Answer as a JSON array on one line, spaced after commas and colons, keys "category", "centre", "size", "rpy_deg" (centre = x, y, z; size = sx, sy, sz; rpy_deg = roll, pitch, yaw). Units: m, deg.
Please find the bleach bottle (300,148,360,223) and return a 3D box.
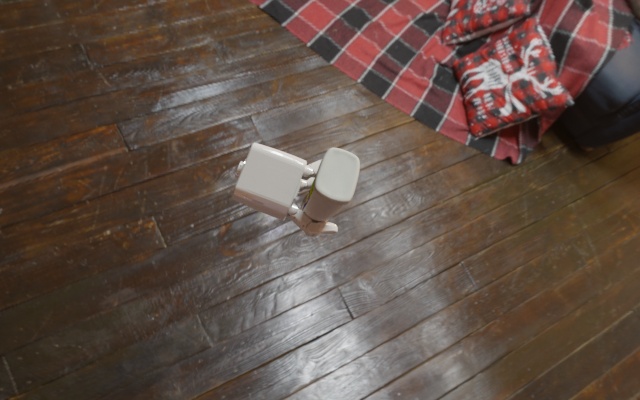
[{"category": "bleach bottle", "centre": [0.000, 0.003, 0.890], "size": [0.068, 0.102, 0.251], "rpy_deg": [20, -26, -6]}]
